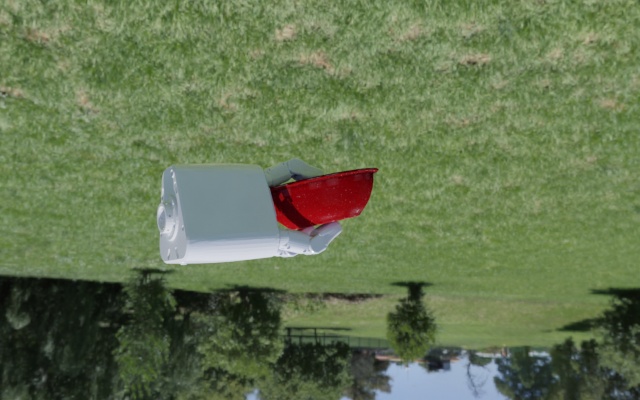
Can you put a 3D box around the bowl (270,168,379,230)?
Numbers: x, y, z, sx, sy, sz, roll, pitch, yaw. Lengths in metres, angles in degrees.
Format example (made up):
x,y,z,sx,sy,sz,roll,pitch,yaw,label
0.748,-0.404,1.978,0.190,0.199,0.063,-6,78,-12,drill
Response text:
x,y,z,sx,sy,sz,roll,pitch,yaw,label
0.001,0.002,0.612,0.162,0.055,0.162,-12,-2,0,bowl
